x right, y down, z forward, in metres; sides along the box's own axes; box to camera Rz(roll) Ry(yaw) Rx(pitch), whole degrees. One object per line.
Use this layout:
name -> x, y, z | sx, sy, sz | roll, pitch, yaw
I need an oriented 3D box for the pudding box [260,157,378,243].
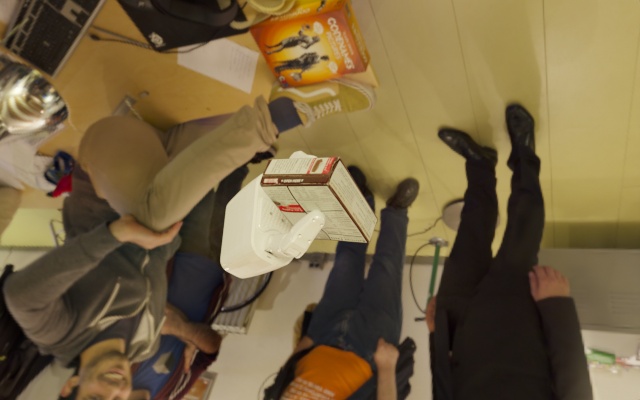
pudding box -> 0.000, 0.002, 0.519 | 0.090, 0.039, 0.114 | 0, -34, 32
